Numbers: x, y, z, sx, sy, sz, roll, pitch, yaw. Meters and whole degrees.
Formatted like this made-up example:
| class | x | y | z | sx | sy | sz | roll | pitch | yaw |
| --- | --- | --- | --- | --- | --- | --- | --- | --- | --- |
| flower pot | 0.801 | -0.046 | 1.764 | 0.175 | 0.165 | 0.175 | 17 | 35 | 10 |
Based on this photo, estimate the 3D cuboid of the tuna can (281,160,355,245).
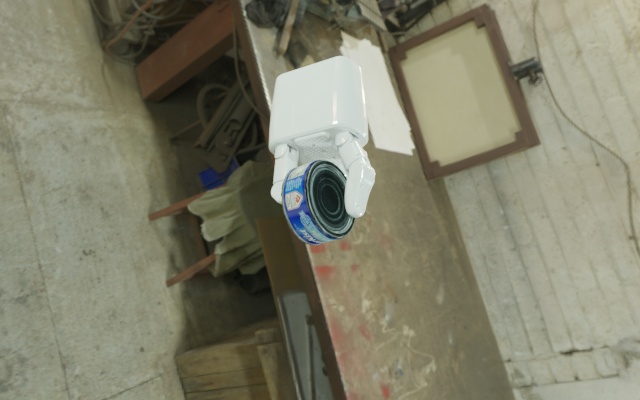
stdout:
| class | x | y | z | sx | sy | sz | roll | pitch | yaw |
| --- | --- | --- | --- | --- | --- | --- | --- | --- | --- |
| tuna can | 0.001 | 0.002 | 0.497 | 0.034 | 0.086 | 0.086 | -17 | -10 | 36 |
